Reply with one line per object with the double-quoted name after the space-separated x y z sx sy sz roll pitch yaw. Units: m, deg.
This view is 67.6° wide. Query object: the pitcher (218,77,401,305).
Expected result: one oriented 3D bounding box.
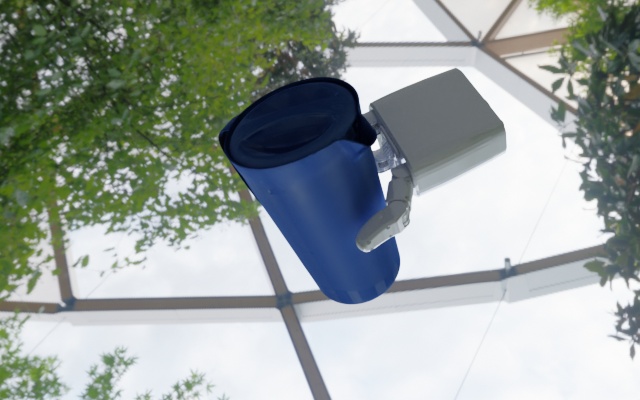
0.000 0.002 0.517 0.145 0.243 0.149 -25 41 0 "pitcher"
